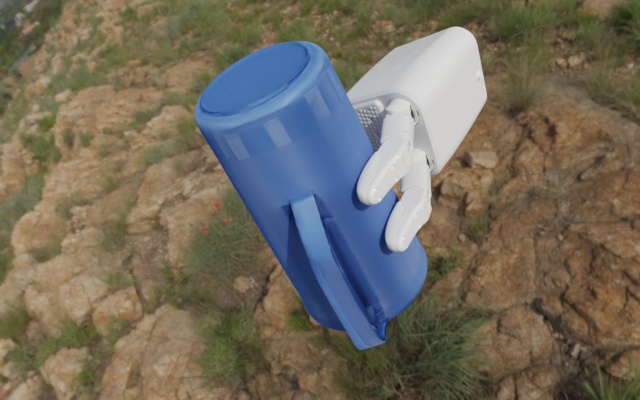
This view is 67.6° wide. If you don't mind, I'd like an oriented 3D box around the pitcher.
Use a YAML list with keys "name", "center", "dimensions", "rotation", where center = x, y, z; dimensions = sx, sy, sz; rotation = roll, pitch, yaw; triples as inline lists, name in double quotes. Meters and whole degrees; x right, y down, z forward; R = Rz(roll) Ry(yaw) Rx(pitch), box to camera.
- name: "pitcher"
  center: [0.000, 0.001, 0.407]
  dimensions: [0.149, 0.243, 0.145]
  rotation: [17, 56, 43]
